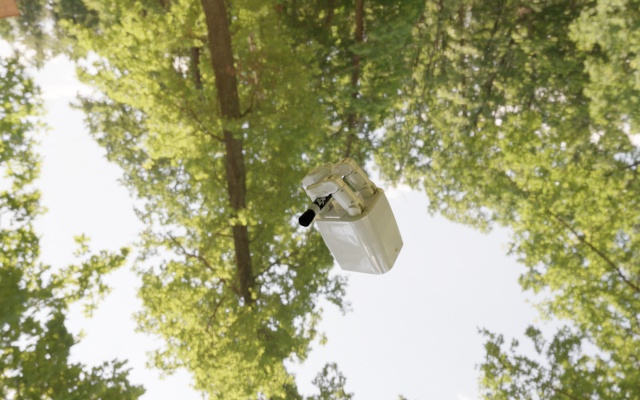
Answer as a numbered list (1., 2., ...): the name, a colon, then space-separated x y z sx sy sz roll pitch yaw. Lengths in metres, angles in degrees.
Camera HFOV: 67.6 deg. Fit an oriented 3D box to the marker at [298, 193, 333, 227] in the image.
1. marker: 0.000 0.002 0.714 0.020 0.020 0.121 0 31 30
